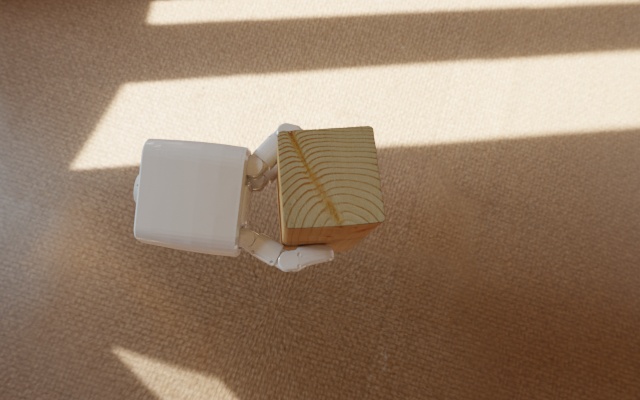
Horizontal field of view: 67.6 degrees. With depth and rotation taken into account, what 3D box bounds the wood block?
[{"bbox_3d":[0.000,0.002,0.516,0.090,0.090,0.206,-4,-12,-6],"label":"wood block"}]
